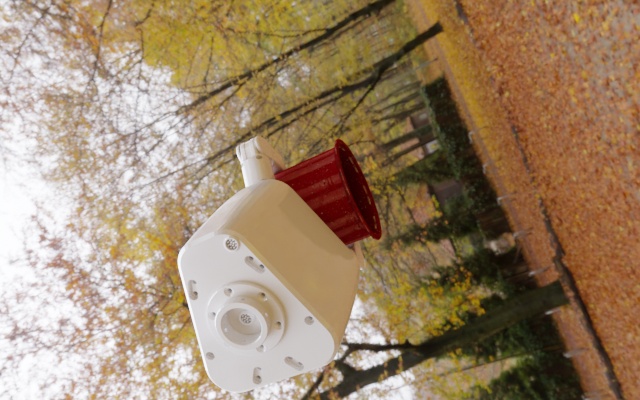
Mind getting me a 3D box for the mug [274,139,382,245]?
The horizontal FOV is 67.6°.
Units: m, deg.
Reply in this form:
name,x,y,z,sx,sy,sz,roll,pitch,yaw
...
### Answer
name,x,y,z,sx,sy,sz,roll,pitch,yaw
mug,0.000,0.001,0.431,0.081,0.093,0.117,-22,11,15
